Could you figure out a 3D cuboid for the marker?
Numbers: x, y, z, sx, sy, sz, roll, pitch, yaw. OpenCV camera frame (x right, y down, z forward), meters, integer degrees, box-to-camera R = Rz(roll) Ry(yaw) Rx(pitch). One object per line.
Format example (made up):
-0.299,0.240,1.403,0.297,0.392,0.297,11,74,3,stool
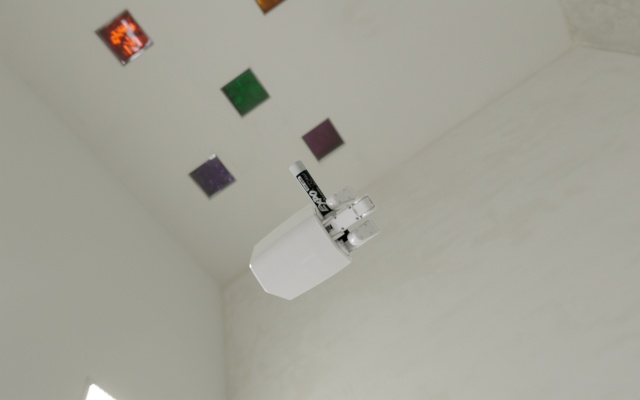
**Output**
0.000,0.002,0.616,0.020,0.121,0.020,-34,-7,-5,marker
